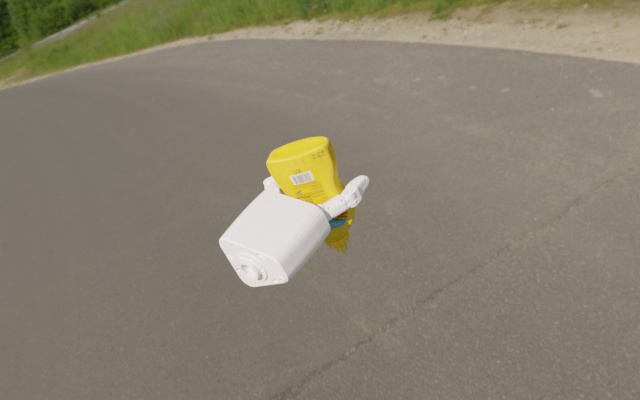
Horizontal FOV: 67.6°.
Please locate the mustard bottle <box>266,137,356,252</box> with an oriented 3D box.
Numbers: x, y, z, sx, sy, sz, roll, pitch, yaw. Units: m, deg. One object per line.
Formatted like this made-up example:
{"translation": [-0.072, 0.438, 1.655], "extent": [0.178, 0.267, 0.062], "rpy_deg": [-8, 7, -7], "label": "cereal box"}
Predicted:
{"translation": [0.000, 0.002, 0.716], "extent": [0.096, 0.192, 0.058], "rpy_deg": [-14, 31, 19], "label": "mustard bottle"}
